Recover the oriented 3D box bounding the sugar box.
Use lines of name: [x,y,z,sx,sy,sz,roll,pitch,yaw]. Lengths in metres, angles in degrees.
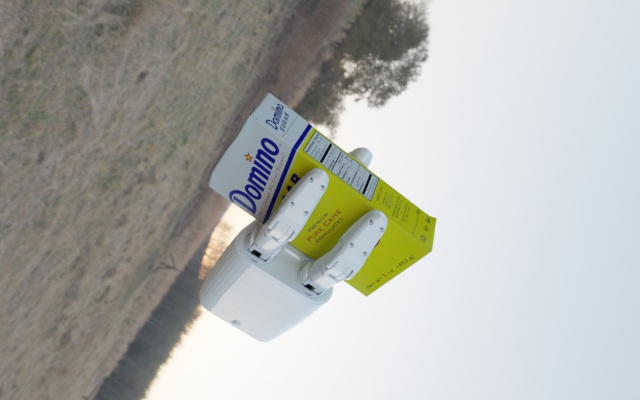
sugar box: [0.000,0.002,0.400,0.176,0.048,0.093,34,-48,-10]
